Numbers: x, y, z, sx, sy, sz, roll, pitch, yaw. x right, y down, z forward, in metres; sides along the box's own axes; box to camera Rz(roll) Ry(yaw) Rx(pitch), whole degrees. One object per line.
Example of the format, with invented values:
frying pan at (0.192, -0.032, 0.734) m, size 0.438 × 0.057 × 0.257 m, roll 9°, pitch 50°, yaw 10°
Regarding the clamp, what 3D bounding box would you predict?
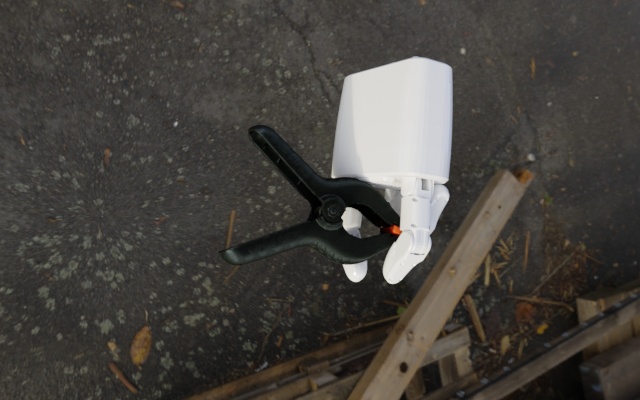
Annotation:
clamp at (0.000, 0.001, 0.422) m, size 0.171 × 0.120 × 0.039 m, roll 7°, pitch -5°, yaw -24°
